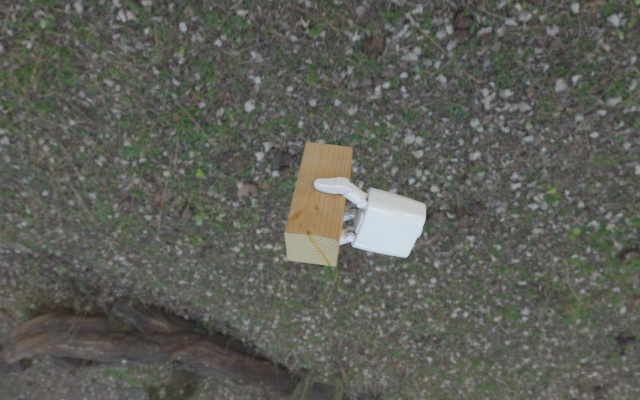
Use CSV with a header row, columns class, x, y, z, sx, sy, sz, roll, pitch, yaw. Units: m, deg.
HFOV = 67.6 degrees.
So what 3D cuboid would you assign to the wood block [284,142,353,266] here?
class,x,y,z,sx,sy,sz,roll,pitch,yaw
wood block,0.001,0.003,0.863,0.090,0.206,0.091,7,-37,5
